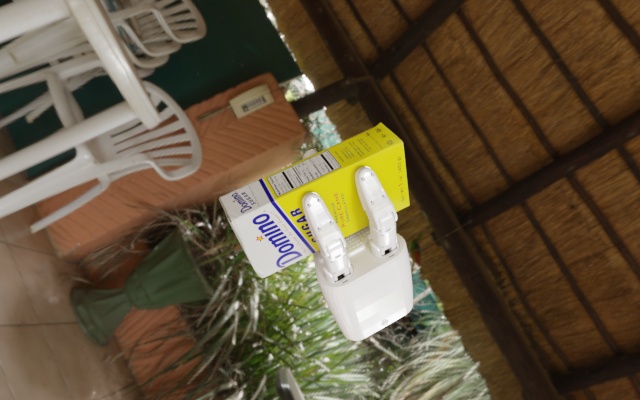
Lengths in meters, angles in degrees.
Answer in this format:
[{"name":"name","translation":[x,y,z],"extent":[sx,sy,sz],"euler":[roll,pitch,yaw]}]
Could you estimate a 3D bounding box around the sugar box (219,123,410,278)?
[{"name":"sugar box","translation":[0.000,0.002,0.472],"extent":[0.176,0.093,0.048],"euler":[-28,45,-10]}]
